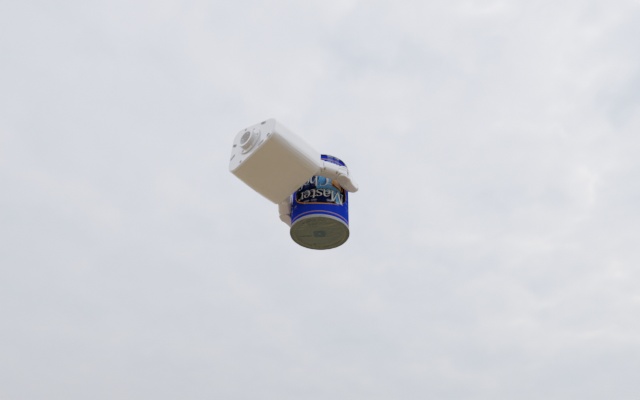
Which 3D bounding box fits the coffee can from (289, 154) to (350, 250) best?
[{"bbox_3d":[0.000,0.003,0.853,0.103,0.140,0.103,1,-37,1],"label":"coffee can"}]
